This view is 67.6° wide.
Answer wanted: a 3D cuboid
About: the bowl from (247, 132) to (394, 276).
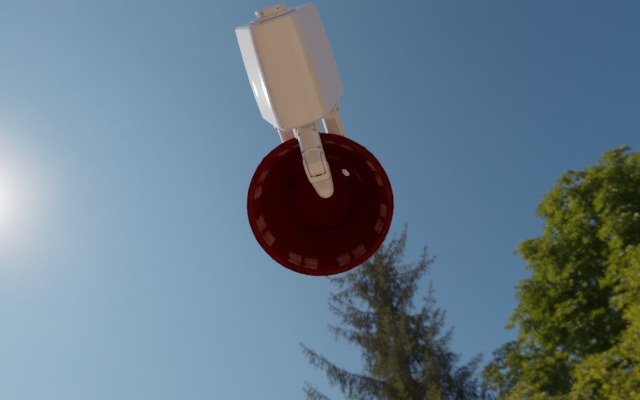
[{"bbox_3d":[0.000,0.003,0.547,0.162,0.162,0.055,0,12,1],"label":"bowl"}]
